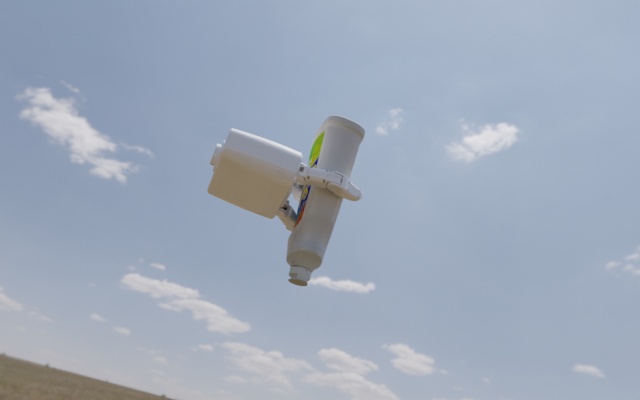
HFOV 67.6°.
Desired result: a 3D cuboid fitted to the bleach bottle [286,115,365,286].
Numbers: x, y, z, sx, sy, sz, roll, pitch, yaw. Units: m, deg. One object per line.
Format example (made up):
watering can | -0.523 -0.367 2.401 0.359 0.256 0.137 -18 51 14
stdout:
bleach bottle | 0.000 0.002 0.709 0.068 0.250 0.103 21 -27 -13
